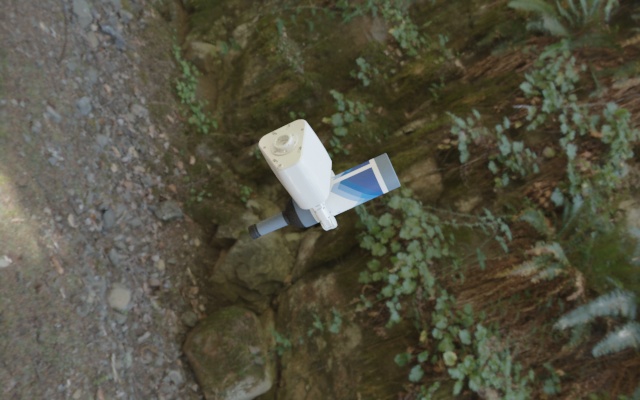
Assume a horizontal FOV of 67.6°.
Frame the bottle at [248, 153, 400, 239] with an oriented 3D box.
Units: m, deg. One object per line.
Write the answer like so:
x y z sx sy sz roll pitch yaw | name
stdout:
0.000 0.003 0.894 0.296 0.069 0.069 -24 -4 9 | bottle
